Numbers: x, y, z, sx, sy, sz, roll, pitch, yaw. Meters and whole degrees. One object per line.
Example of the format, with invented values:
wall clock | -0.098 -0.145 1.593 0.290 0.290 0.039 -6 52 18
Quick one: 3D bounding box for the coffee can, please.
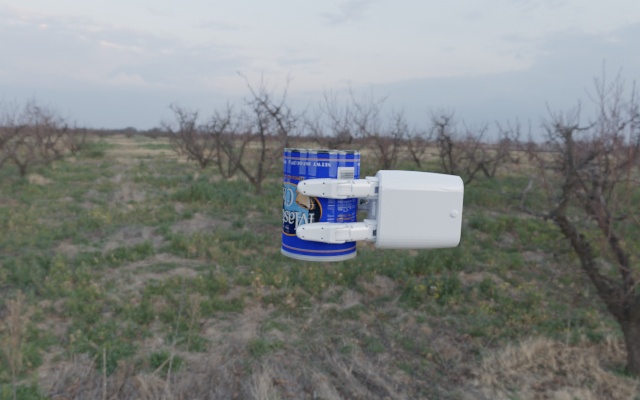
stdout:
coffee can | 0.000 0.002 0.641 0.103 0.140 0.103 2 7 0
